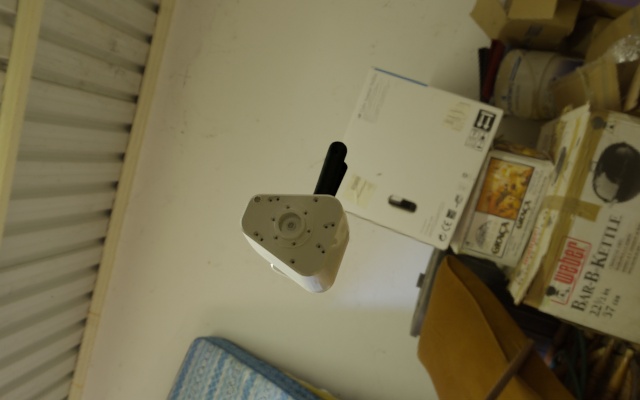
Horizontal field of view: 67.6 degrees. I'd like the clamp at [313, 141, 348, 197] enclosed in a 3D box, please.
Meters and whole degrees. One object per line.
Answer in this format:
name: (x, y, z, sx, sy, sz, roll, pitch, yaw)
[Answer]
clamp: (-0.001, 0.002, 0.646, 0.039, 0.171, 0.120, 18, -16, 11)
